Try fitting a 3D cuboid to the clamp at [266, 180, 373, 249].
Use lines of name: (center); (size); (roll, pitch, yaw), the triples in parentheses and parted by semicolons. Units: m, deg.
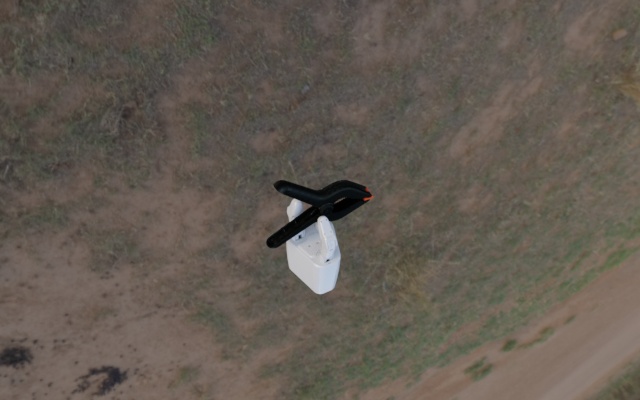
clamp: (0.001, 0.003, 0.853); (0.210, 0.036, 0.165); (-18, -36, -18)
